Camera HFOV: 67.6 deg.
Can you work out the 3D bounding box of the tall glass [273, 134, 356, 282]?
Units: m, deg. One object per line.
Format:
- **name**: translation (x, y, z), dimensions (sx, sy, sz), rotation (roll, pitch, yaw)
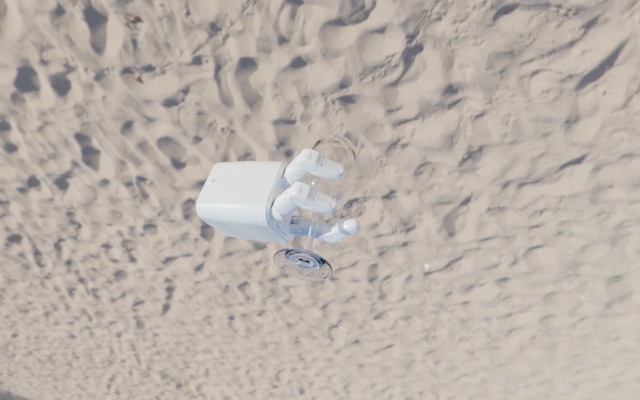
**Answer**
- **tall glass**: translation (0.000, 0.003, 0.637), dimensions (0.079, 0.201, 0.079), rotation (10, -36, 8)
